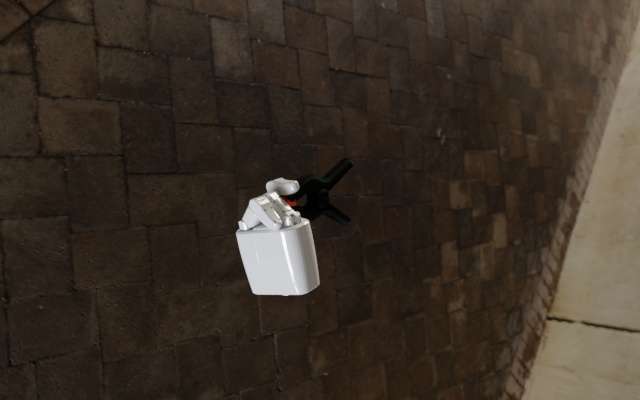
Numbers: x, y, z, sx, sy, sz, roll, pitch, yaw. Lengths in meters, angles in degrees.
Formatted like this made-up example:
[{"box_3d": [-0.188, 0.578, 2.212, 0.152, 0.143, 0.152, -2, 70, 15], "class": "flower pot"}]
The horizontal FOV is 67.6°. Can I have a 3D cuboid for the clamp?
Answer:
[{"box_3d": [0.000, 0.003, 0.804, 0.171, 0.120, 0.039, -21, 17, -41], "class": "clamp"}]
